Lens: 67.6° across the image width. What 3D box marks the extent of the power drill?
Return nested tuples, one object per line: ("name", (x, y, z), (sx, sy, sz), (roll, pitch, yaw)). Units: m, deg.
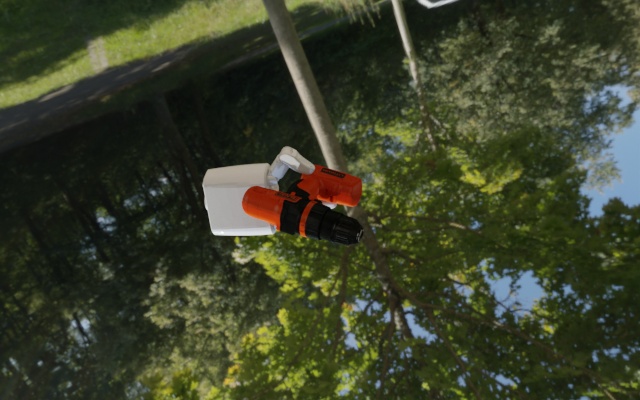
("power drill", (0.000, 0.002, 0.734), (0.184, 0.057, 0.187), (19, 22, 18))
